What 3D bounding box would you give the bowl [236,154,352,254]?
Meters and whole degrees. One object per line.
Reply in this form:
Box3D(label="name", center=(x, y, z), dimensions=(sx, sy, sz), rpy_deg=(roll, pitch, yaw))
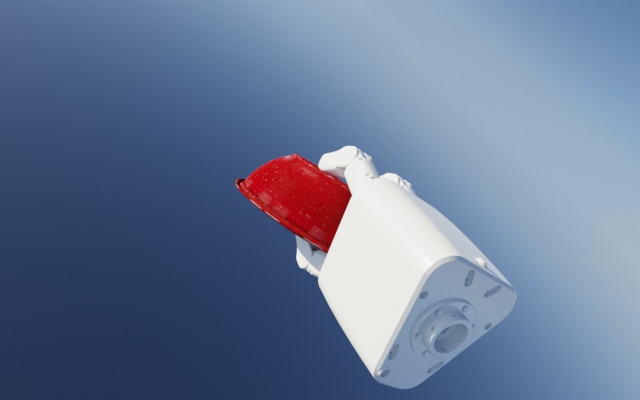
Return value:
Box3D(label="bowl", center=(0.000, 0.001, 0.470), dimensions=(0.162, 0.055, 0.162), rpy_deg=(32, 5, -3))
